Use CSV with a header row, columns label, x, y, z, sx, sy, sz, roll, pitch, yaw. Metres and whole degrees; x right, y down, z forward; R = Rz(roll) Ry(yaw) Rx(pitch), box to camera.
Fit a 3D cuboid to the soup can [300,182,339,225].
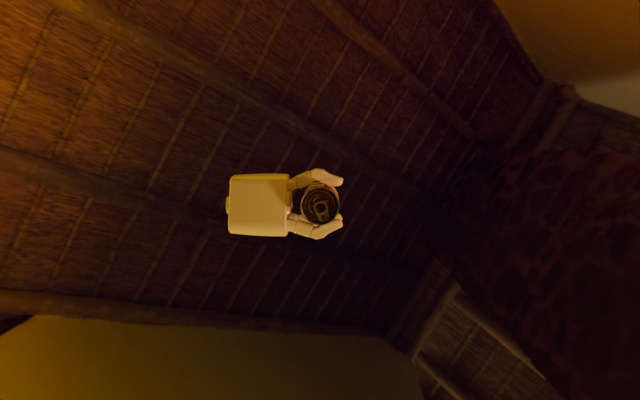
label,x,y,z,sx,sy,sz,roll,pitch,yaw
soup can,0.001,0.003,0.876,0.068,0.068,0.102,0,8,2
